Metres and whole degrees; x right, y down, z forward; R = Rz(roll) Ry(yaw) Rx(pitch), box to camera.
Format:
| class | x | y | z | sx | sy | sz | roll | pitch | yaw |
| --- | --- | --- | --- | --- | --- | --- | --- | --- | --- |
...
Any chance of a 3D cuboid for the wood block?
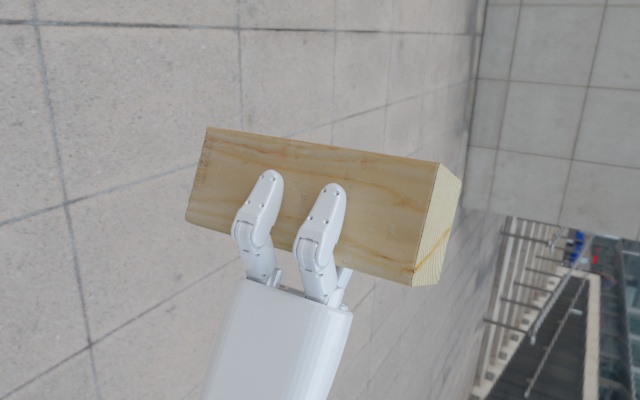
| class | x | y | z | sx | sy | sz | roll | pitch | yaw |
| --- | --- | --- | --- | --- | --- | --- | --- | --- | --- |
| wood block | 0.000 | 0.002 | 0.407 | 0.206 | 0.090 | 0.091 | 13 | -2 | 27 |
